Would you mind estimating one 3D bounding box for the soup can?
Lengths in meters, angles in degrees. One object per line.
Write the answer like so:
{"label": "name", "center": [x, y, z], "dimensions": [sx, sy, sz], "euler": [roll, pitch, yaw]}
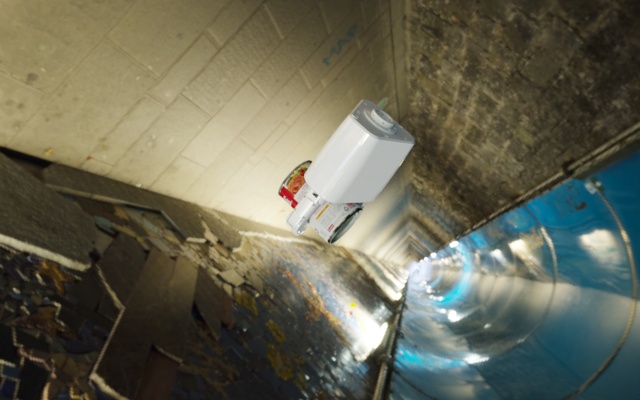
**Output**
{"label": "soup can", "center": [0.000, 0.003, 0.663], "dimensions": [0.102, 0.068, 0.068], "euler": [44, 12, 13]}
